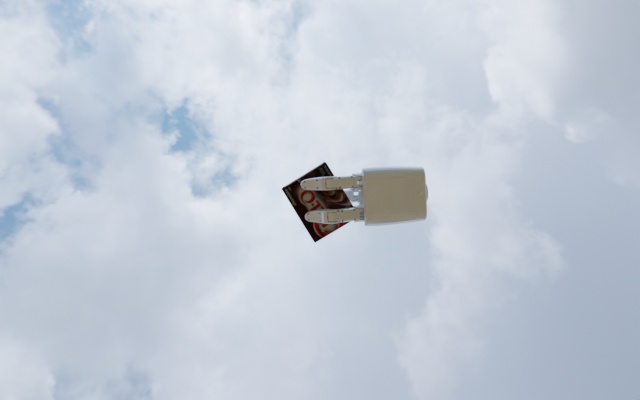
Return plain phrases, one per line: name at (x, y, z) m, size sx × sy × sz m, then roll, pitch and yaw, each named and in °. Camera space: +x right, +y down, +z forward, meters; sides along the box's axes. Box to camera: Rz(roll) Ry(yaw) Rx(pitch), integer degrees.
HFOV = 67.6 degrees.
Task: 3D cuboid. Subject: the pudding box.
pudding box at (0.000, 0.003, 0.828) m, size 0.090 × 0.113 × 0.039 m, roll -31°, pitch 3°, yaw 4°
